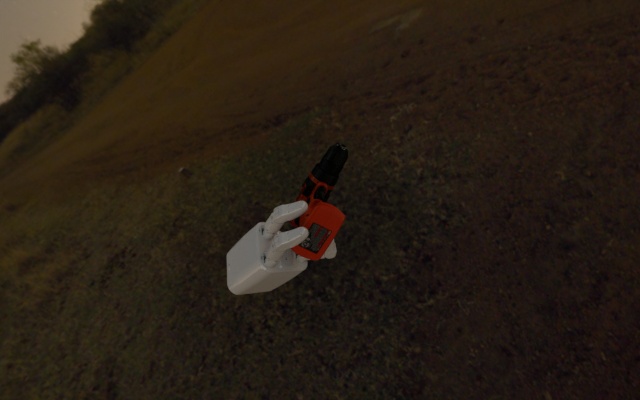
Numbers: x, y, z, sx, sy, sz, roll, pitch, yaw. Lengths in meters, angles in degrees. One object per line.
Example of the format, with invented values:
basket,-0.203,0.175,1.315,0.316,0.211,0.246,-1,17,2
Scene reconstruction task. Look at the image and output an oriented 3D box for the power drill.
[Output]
power drill,0.000,0.003,0.836,0.057,0.184,0.187,25,22,-12
